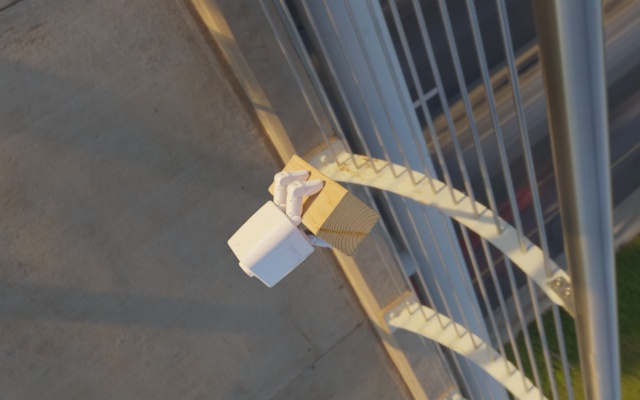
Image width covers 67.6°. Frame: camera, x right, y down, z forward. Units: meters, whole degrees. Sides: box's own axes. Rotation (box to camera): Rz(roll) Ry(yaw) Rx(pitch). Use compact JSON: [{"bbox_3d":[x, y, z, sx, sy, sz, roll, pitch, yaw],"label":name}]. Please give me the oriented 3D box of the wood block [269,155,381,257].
[{"bbox_3d":[0.000,0.003,0.855,0.091,0.090,0.206,36,2,-35],"label":"wood block"}]
